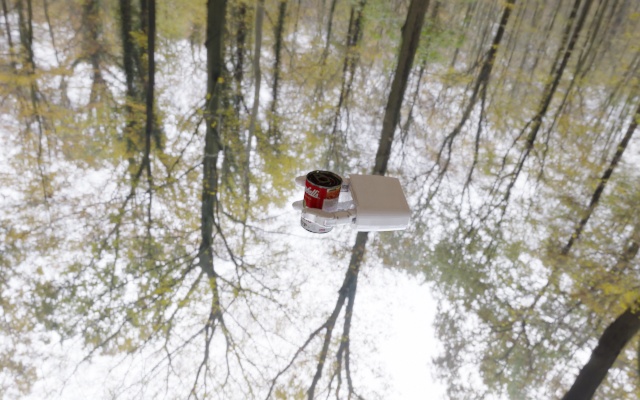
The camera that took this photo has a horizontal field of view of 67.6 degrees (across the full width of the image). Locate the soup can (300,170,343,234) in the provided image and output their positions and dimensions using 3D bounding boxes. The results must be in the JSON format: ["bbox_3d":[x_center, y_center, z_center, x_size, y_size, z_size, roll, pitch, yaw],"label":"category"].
[{"bbox_3d":[0.000,0.003,0.895,0.068,0.102,0.068,7,29,-4],"label":"soup can"}]
